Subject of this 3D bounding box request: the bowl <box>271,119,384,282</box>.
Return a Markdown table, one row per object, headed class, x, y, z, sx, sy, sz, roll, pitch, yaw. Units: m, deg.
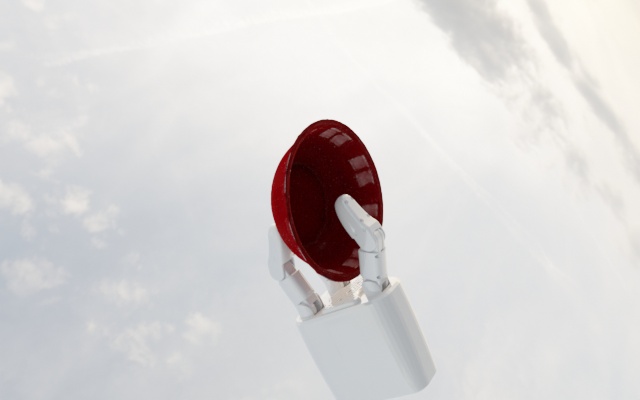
| class | x | y | z | sx | sy | sz | roll | pitch | yaw |
| --- | --- | --- | --- | --- | --- | --- | --- | --- | --- |
| bowl | 0.000 | 0.000 | 0.488 | 0.055 | 0.162 | 0.162 | -7 | -4 | 38 |
